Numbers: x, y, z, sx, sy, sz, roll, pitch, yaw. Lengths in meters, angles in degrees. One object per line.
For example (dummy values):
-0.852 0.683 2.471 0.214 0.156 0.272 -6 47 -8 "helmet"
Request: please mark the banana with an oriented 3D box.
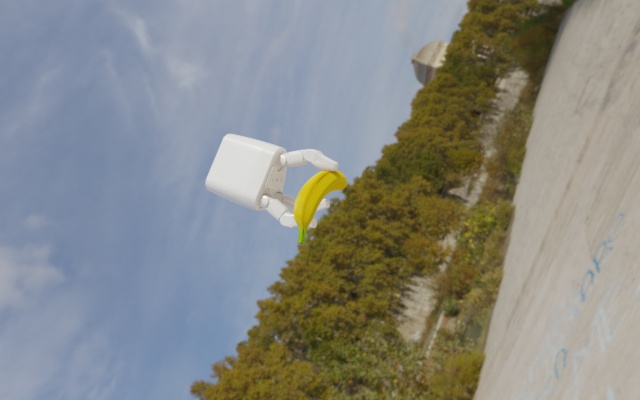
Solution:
0.000 -0.012 0.770 0.037 0.070 0.197 16 35 18 "banana"
